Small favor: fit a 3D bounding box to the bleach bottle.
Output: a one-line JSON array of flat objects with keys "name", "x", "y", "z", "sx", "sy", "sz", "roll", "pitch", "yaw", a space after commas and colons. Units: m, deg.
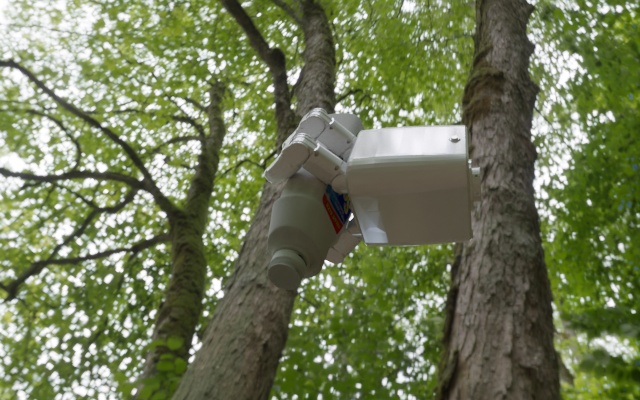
[{"name": "bleach bottle", "x": 0.000, "y": 0.002, "z": 0.497, "sx": 0.068, "sy": 0.103, "sz": 0.250, "roll": -2, "pitch": 33, "yaw": 17}]
